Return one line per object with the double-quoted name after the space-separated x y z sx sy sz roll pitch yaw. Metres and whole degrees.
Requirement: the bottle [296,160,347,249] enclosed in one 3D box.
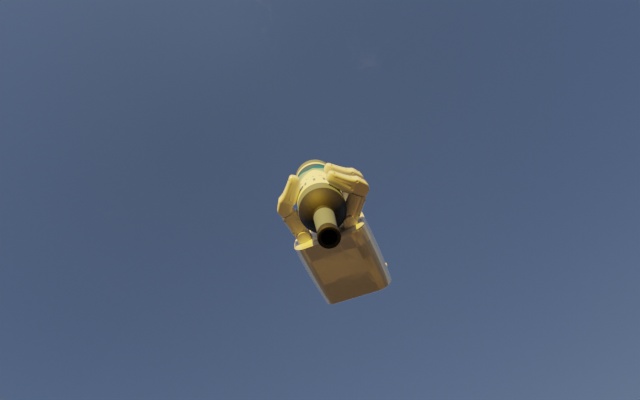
0.000 0.002 0.681 0.069 0.069 0.295 0 16 -4 "bottle"
